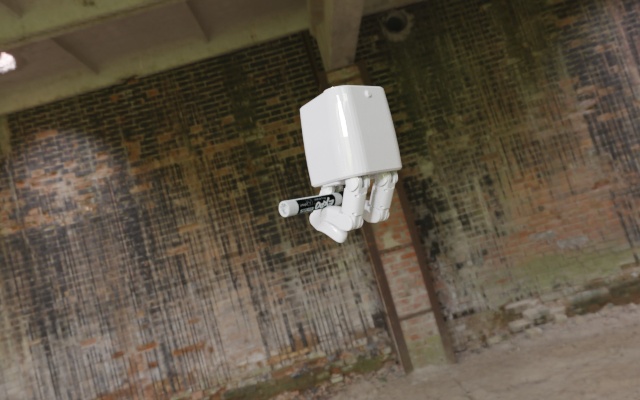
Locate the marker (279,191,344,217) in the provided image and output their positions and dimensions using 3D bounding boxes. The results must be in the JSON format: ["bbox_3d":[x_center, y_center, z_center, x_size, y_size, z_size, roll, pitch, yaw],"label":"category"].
[{"bbox_3d":[0.000,0.002,0.596,0.121,0.020,0.020,-11,7,-44],"label":"marker"}]
